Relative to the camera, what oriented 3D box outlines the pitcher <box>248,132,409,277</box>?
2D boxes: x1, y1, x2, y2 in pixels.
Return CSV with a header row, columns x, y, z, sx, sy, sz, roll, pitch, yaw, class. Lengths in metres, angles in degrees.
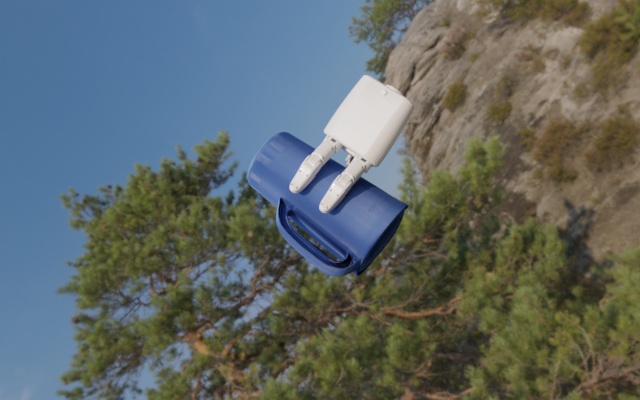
x,y,z,sx,sy,sz,roll,pitch,yaw,class
0.000,0.002,0.747,0.243,0.145,0.149,35,7,15,pitcher
